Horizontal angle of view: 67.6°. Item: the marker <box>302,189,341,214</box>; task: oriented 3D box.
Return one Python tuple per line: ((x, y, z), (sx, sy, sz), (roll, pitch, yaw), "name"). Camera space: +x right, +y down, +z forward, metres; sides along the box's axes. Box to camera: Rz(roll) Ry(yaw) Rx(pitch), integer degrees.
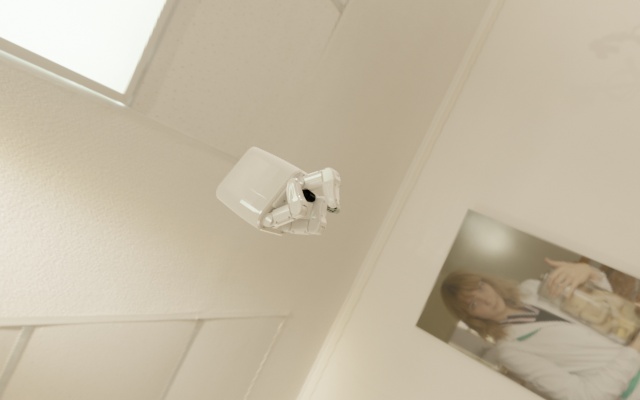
((0.000, 0.003, 0.783), (0.020, 0.020, 0.121), (0, -12, 27), "marker")
